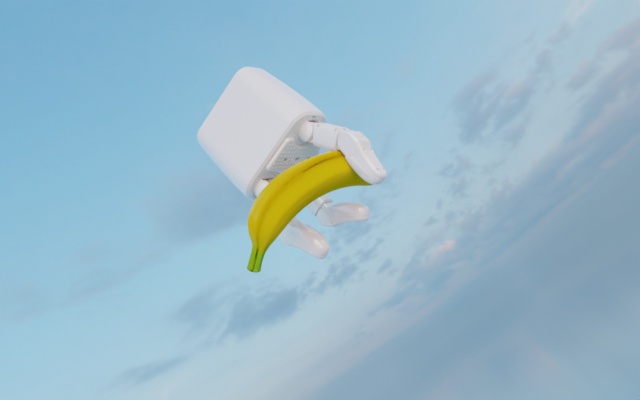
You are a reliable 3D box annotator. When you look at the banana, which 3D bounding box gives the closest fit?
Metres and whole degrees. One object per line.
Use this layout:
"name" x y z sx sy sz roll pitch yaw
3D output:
"banana" -0.002 -0.012 0.457 0.037 0.070 0.197 31 47 32
